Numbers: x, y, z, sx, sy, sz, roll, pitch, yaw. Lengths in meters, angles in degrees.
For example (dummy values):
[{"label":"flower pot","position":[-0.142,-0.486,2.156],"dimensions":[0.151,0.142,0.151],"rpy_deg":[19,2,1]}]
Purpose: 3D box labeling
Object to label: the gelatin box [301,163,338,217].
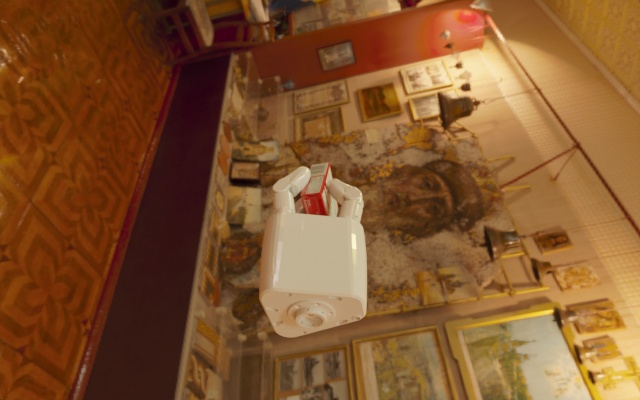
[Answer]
[{"label":"gelatin box","position":[0.001,0.002,0.636],"dimensions":[0.030,0.073,0.089],"rpy_deg":[-6,30,12]}]
